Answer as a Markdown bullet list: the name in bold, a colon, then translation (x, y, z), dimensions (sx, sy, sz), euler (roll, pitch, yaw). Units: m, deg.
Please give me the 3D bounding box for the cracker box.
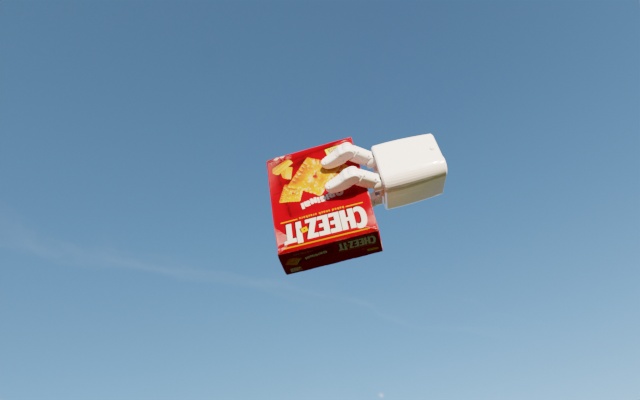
- **cracker box**: translation (0.000, 0.003, 0.814), dimensions (0.164, 0.213, 0.072), euler (-15, -40, 4)
